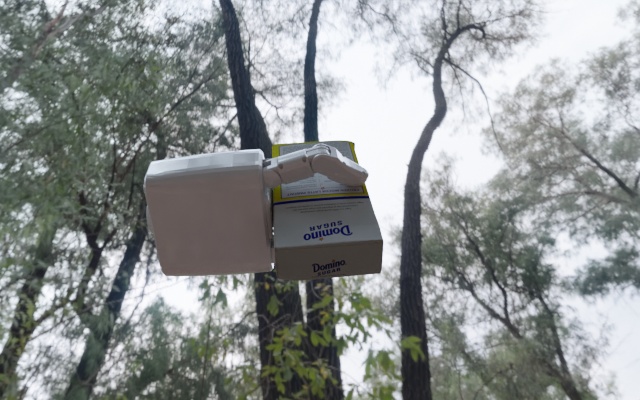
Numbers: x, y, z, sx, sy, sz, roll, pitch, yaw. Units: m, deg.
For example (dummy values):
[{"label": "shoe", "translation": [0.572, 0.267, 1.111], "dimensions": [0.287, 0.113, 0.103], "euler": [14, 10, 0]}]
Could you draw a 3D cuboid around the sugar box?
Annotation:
[{"label": "sugar box", "translation": [0.000, 0.002, 0.470], "dimensions": [0.093, 0.048, 0.176], "euler": [-4, 38, -3]}]
